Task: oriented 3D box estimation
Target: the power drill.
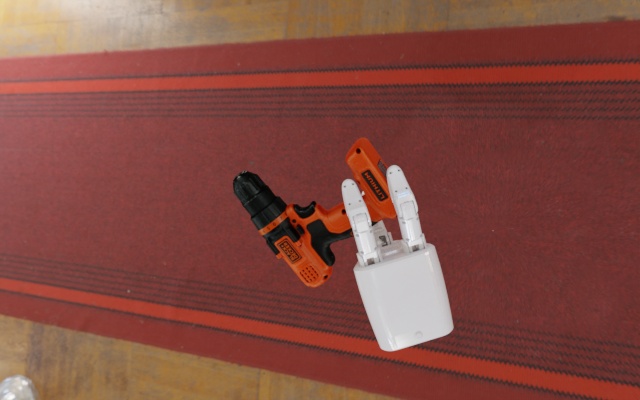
[{"bbox_3d":[0.001,0.002,0.613,0.188,0.184,0.057,-34,11,23],"label":"power drill"}]
